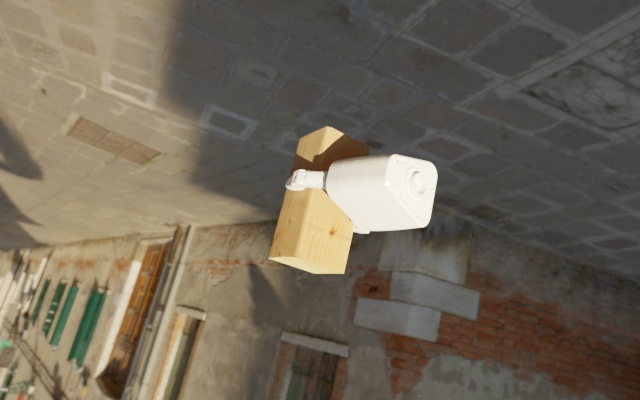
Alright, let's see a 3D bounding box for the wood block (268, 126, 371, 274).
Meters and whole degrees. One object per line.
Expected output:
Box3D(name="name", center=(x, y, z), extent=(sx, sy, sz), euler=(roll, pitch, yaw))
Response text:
Box3D(name="wood block", center=(0.000, 0.002, 0.748), extent=(0.091, 0.206, 0.090), euler=(23, -19, -29))
